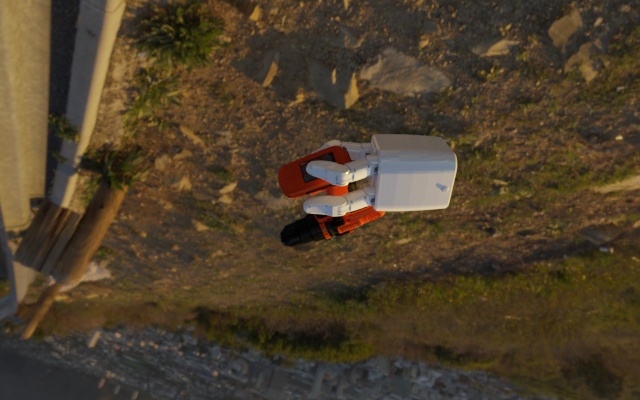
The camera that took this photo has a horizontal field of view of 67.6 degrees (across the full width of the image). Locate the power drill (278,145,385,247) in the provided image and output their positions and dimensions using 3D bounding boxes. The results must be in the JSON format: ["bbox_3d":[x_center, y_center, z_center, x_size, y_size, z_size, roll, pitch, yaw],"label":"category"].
[{"bbox_3d":[0.000,0.002,0.741,0.184,0.057,0.188,-22,-30,5],"label":"power drill"}]
